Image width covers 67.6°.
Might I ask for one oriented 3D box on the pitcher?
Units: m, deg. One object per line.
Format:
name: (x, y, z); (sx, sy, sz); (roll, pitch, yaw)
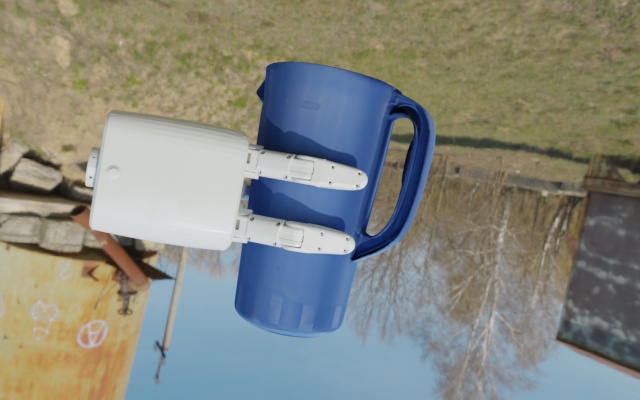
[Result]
pitcher: (0.000, 0.001, 0.457); (0.145, 0.243, 0.149); (10, 3, -20)
